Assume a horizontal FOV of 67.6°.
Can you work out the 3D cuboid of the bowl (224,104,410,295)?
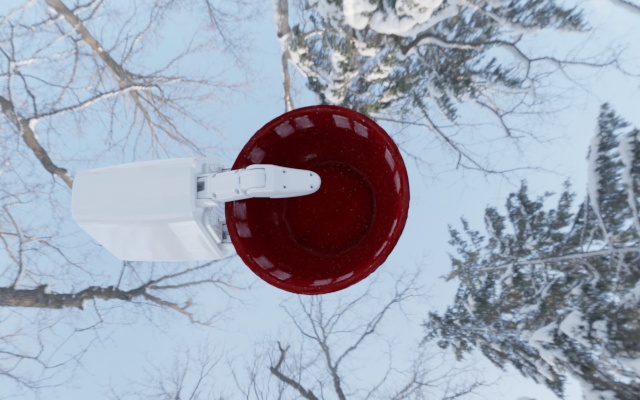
[{"bbox_3d":[0.001,0.002,0.419,0.162,0.162,0.055,0,-11,17],"label":"bowl"}]
